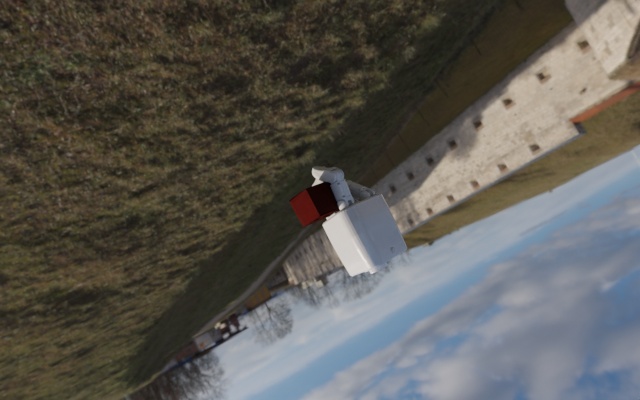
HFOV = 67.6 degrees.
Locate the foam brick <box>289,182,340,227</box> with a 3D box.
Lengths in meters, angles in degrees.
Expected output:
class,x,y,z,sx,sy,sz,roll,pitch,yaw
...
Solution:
class,x,y,z,sx,sy,sz,roll,pitch,yaw
foam brick,0.000,0.003,0.791,0.078,0.051,0.053,-21,-8,-41
